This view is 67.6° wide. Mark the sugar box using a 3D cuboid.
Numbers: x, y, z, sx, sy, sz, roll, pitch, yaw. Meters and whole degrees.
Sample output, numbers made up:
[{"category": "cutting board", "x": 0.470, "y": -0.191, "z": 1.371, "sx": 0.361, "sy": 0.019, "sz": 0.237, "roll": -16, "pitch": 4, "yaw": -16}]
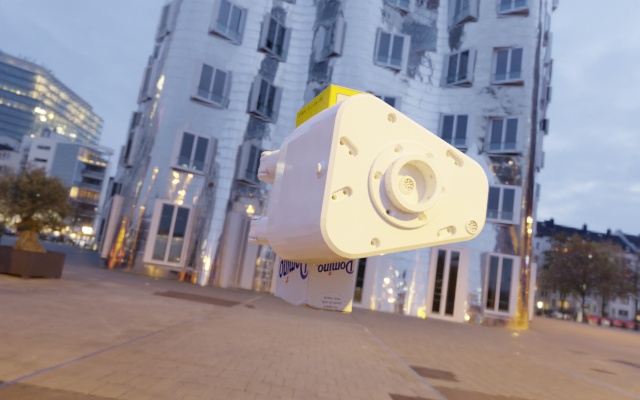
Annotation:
[{"category": "sugar box", "x": 0.000, "y": 0.001, "z": 0.411, "sx": 0.048, "sy": 0.176, "sz": 0.093, "roll": 12, "pitch": -9, "yaw": -19}]
